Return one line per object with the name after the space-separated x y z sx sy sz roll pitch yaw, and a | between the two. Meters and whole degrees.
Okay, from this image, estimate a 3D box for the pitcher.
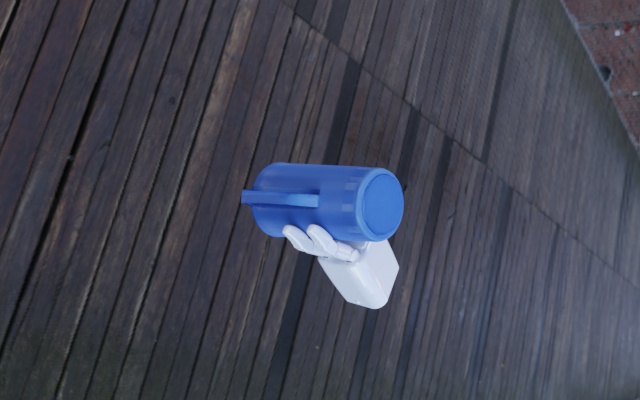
0.000 0.003 0.763 0.243 0.145 0.149 3 42 46 | pitcher
